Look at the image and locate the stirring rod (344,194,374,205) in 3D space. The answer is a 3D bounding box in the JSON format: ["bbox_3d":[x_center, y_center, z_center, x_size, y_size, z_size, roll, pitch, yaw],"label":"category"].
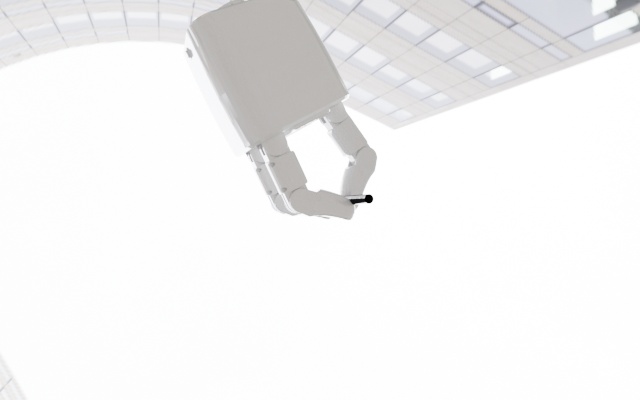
[{"bbox_3d":[0.000,0.002,0.488,0.011,0.011,0.239,0,-1,-18],"label":"stirring rod"}]
